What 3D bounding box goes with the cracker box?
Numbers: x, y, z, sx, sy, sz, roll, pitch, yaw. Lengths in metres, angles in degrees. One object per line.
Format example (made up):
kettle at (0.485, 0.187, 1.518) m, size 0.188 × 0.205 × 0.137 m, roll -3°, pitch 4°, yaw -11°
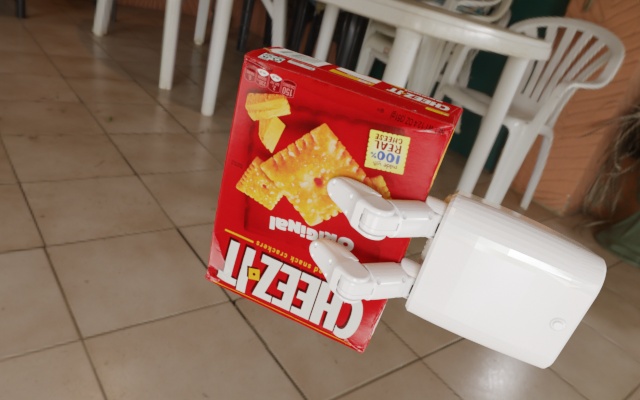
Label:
cracker box at (0.000, 0.001, 0.401) m, size 0.164 × 0.214 × 0.072 m, roll 23°, pitch 27°, yaw 13°
